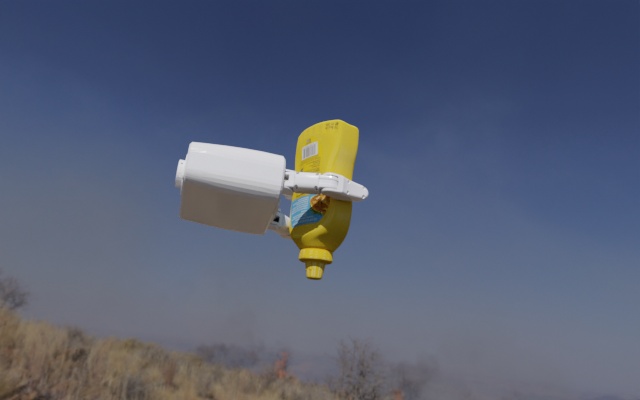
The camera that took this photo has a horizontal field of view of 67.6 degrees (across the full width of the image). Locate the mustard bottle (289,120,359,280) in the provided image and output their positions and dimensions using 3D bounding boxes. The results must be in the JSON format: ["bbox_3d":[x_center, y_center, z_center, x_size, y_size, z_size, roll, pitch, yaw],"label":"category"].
[{"bbox_3d":[0.000,0.002,0.595,0.058,0.191,0.096,18,-21,-36],"label":"mustard bottle"}]
